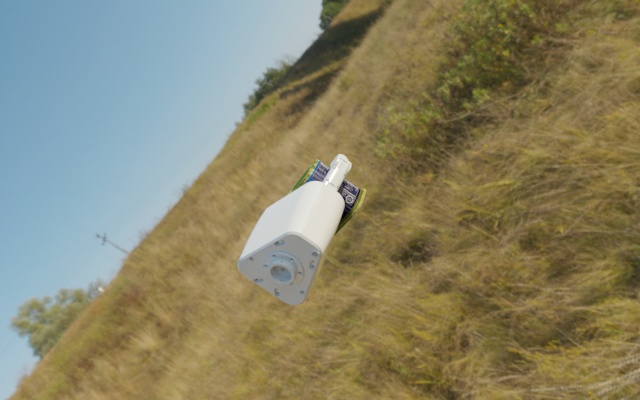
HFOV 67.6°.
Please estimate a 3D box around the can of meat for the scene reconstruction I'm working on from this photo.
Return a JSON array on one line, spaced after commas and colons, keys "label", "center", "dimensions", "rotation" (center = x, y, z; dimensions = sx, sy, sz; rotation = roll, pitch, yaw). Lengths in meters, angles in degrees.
[{"label": "can of meat", "center": [0.000, 0.002, 0.674], "dimensions": [0.084, 0.102, 0.057], "rotation": [34, 40, -8]}]
